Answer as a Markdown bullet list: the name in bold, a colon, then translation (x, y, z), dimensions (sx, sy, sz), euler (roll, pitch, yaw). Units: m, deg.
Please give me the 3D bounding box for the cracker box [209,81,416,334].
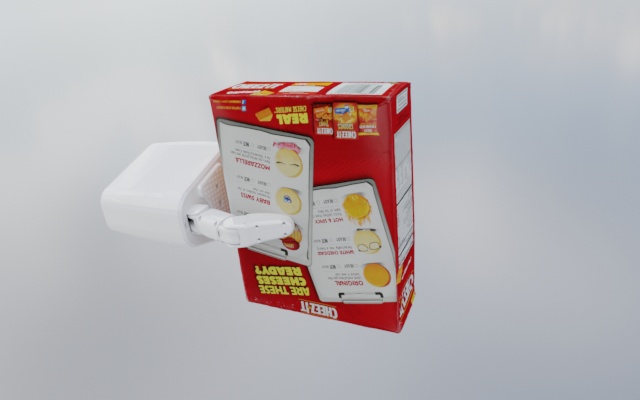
- **cracker box**: translation (0.000, 0.001, 0.437), dimensions (0.164, 0.214, 0.072), euler (6, 27, 25)
